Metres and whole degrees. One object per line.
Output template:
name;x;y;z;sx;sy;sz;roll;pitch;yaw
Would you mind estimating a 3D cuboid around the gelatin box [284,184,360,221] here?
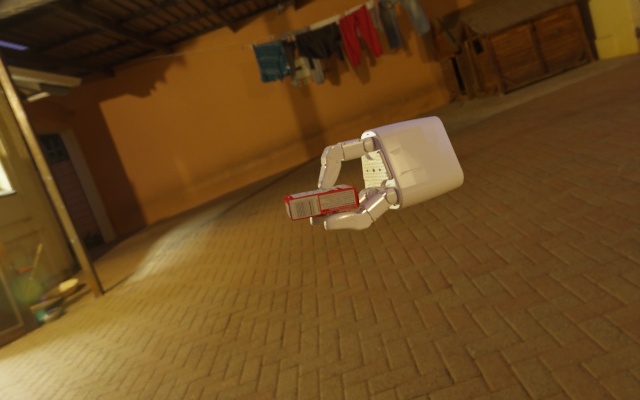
gelatin box;0.000;0.002;0.624;0.089;0.030;0.073;-11;6;-7
